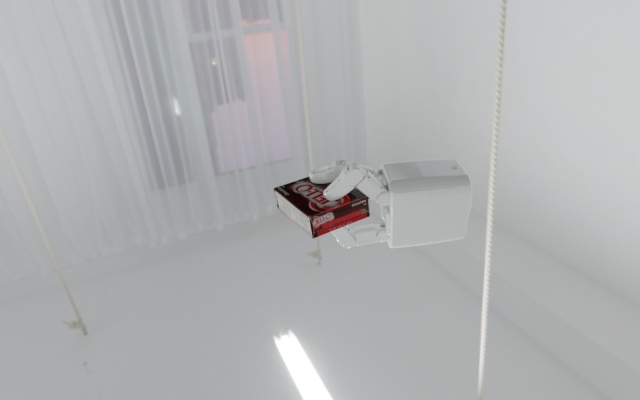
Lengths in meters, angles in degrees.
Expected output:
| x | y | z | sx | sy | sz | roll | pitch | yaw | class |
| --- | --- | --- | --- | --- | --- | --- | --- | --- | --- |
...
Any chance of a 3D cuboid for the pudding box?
| x | y | z | sx | sy | sz | roll | pitch | yaw | class |
| --- | --- | --- | --- | --- | --- | --- | --- | --- | --- |
| 0.000 | 0.002 | 0.654 | 0.090 | 0.039 | 0.113 | -19 | 27 | -24 | pudding box |
